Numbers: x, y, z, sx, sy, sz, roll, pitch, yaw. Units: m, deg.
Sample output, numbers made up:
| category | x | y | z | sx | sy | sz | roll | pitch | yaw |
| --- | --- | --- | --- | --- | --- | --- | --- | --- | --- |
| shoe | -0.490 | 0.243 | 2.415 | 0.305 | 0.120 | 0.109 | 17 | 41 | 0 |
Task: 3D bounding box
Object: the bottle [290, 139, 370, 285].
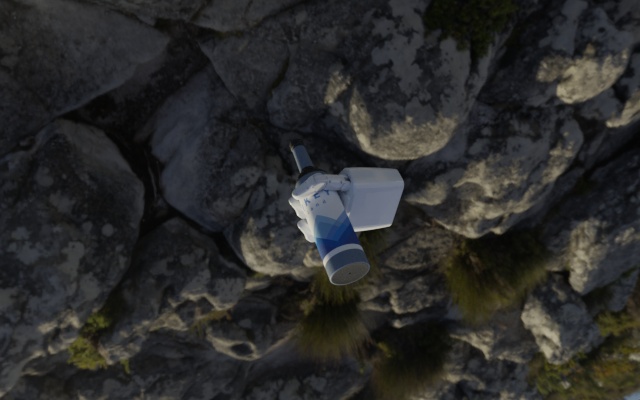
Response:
| category | x | y | z | sx | sy | sz | roll | pitch | yaw |
| --- | --- | --- | --- | --- | --- | --- | --- | --- | --- |
| bottle | 0.000 | 0.003 | 0.826 | 0.069 | 0.295 | 0.069 | -15 | -36 | -11 |
